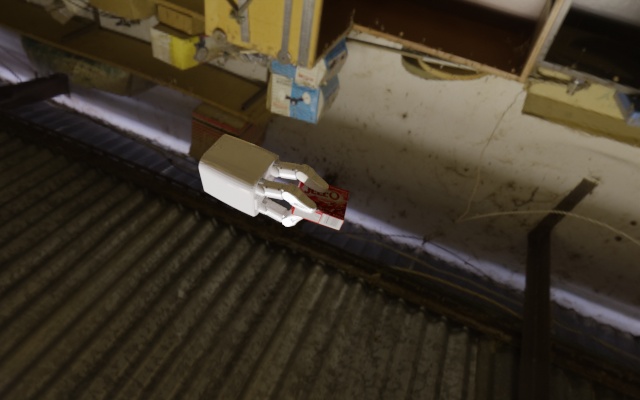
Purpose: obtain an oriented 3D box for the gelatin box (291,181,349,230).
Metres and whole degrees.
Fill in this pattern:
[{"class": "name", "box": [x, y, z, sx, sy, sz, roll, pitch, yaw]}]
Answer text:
[{"class": "gelatin box", "box": [0.000, 0.003, 0.815, 0.089, 0.073, 0.030, 19, -45, -6]}]
